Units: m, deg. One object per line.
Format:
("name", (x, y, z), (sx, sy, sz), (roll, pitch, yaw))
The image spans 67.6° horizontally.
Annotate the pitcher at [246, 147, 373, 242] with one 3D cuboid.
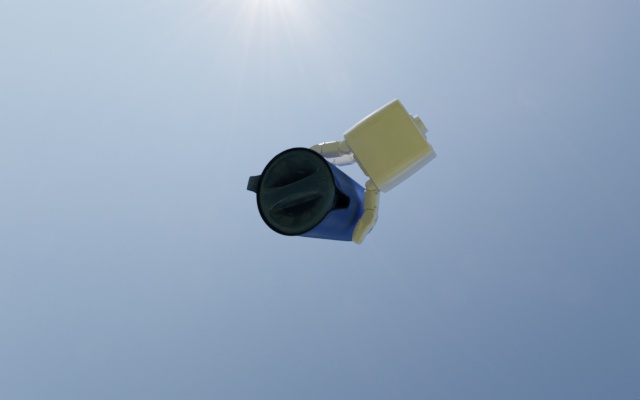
("pitcher", (0.000, 0.003, 0.806), (0.145, 0.149, 0.243), (-37, -23, 15))
